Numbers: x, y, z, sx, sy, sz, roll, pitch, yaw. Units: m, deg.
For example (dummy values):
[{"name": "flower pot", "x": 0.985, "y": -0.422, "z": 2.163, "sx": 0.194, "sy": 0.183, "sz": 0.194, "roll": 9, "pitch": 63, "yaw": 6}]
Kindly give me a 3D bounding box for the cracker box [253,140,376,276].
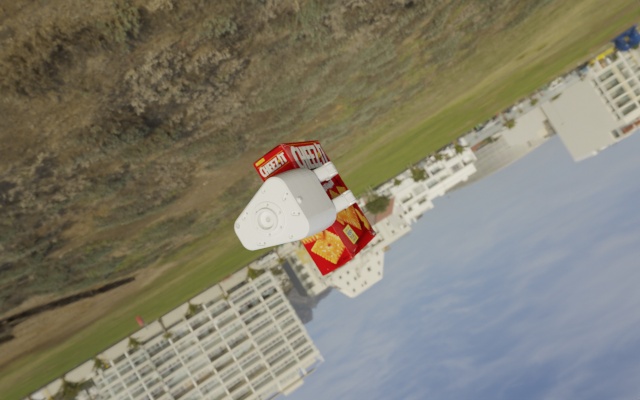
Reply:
[{"name": "cracker box", "x": 0.000, "y": 0.003, "z": 0.819, "sx": 0.072, "sy": 0.213, "sz": 0.164, "roll": -33, "pitch": -4, "yaw": 22}]
